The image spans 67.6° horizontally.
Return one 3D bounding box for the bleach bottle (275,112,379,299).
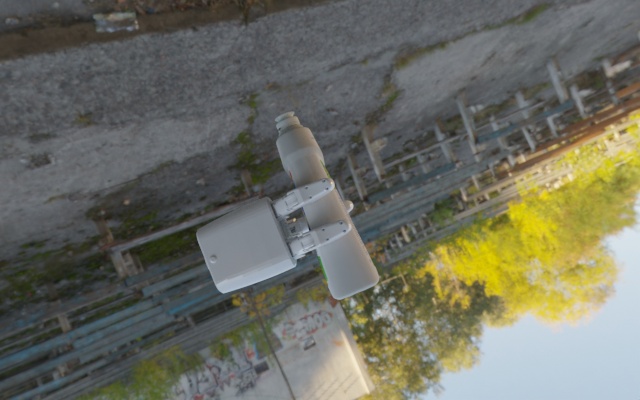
[{"bbox_3d":[0.000,0.002,0.642,0.068,0.251,0.102,-23,-5,0],"label":"bleach bottle"}]
